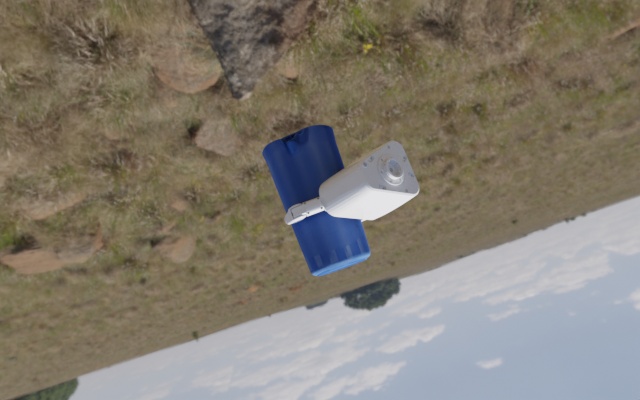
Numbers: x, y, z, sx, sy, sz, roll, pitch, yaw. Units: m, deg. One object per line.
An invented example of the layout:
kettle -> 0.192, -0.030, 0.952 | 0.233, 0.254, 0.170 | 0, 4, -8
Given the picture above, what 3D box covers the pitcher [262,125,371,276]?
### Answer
pitcher -> 0.000, 0.003, 0.840 | 0.149, 0.242, 0.145 | -11, -13, -37
